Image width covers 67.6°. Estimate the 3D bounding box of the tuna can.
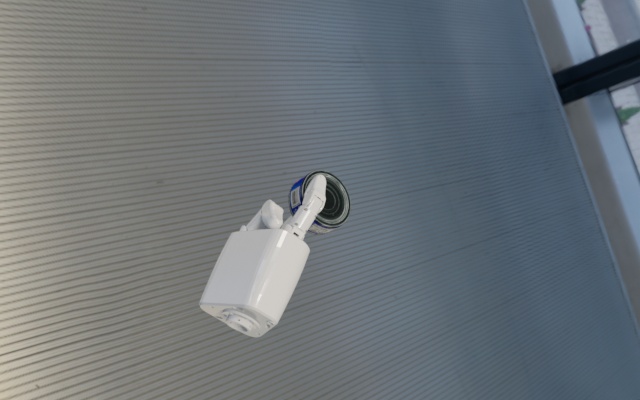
[{"bbox_3d":[0.000,0.002,0.661,0.086,0.086,0.034,0,-20,-38],"label":"tuna can"}]
